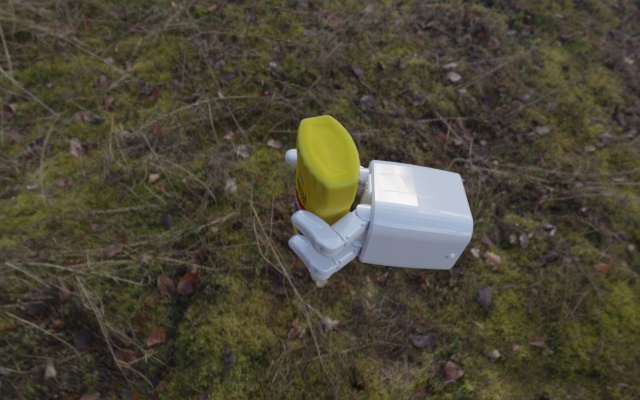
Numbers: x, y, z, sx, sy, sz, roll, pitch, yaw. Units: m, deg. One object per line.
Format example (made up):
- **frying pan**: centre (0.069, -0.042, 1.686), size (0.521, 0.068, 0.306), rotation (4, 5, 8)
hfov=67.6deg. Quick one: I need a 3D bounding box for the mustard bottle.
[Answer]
- **mustard bottle**: centre (0.000, 0.002, 0.544), size (0.058, 0.096, 0.192), rotation (-13, -32, -14)
